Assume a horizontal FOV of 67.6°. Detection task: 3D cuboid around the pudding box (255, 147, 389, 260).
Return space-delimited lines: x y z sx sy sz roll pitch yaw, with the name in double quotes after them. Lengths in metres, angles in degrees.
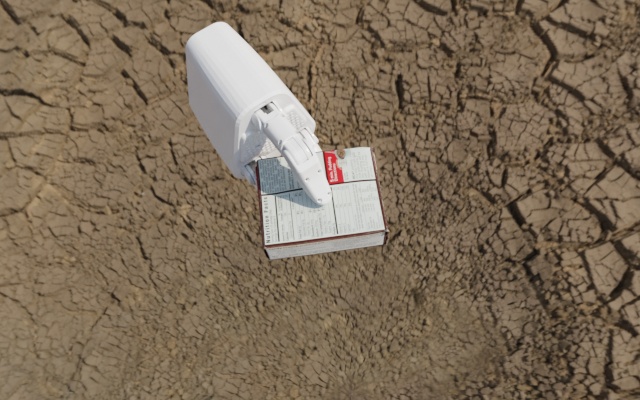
0.000 0.001 0.439 0.113 0.090 0.039 -8 -23 1 "pudding box"
